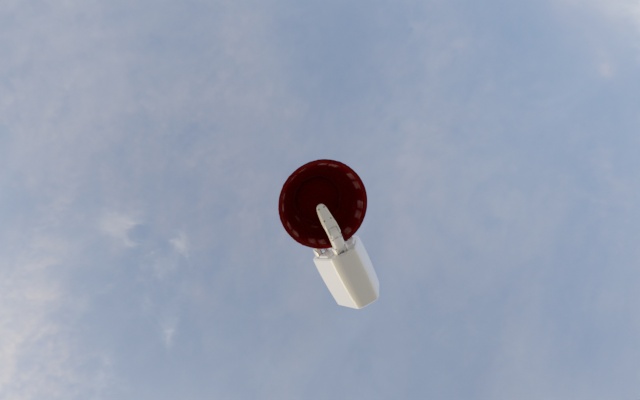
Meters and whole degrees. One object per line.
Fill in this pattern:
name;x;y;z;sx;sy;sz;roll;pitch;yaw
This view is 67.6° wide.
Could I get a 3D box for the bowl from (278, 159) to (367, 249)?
bowl;0.000;0.001;0.863;0.162;0.162;0.055;0;12;-13
